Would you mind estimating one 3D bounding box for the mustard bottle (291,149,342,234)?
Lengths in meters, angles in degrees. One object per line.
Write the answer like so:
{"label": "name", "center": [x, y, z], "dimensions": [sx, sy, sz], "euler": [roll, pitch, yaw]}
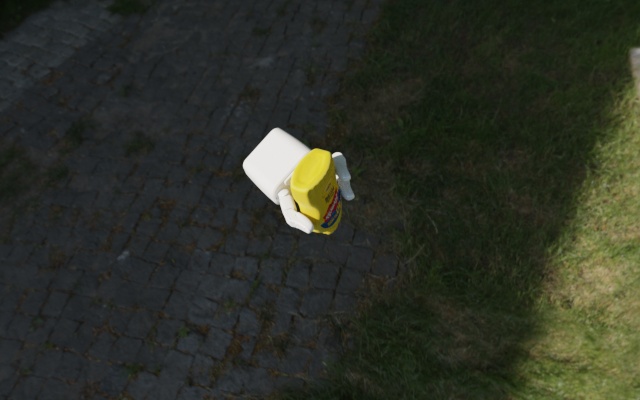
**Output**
{"label": "mustard bottle", "center": [0.000, 0.003, 0.864], "dimensions": [0.058, 0.096, 0.192], "euler": [16, -31, 22]}
